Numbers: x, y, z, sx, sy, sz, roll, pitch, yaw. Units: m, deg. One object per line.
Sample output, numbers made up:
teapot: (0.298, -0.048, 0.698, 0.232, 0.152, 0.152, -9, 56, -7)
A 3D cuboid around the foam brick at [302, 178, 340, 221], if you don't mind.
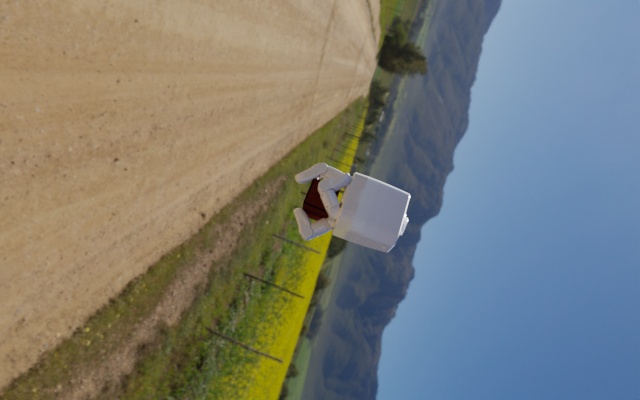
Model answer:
foam brick: (0.000, 0.003, 0.859, 0.051, 0.053, 0.078, 21, -17, 3)
